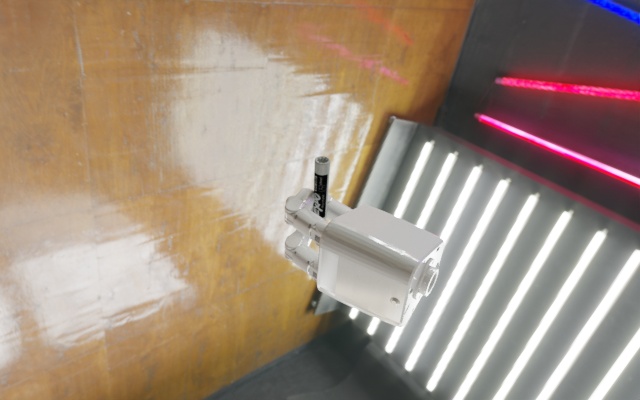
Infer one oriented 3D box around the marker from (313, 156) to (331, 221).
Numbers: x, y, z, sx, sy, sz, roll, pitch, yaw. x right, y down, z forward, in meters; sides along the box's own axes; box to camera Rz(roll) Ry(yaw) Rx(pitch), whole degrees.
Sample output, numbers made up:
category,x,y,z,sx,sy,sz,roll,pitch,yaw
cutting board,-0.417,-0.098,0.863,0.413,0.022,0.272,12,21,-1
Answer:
category,x,y,z,sx,sy,sz,roll,pitch,yaw
marker,0.000,0.002,0.586,0.020,0.121,0.020,2,36,-1
